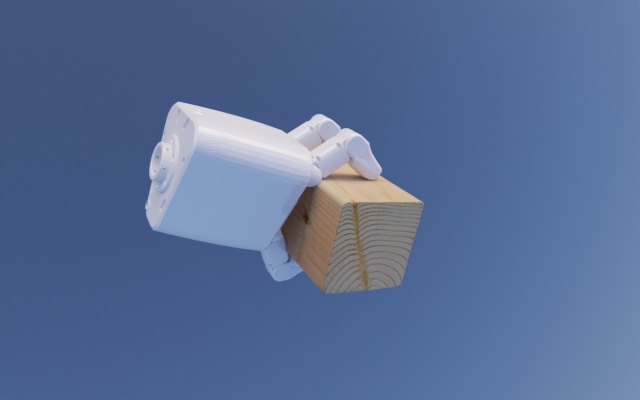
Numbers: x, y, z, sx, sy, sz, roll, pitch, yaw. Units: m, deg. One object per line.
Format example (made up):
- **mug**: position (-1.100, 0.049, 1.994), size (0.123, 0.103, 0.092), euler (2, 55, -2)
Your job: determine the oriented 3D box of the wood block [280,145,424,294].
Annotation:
- **wood block**: position (0.000, 0.002, 0.502), size (0.090, 0.091, 0.206), euler (0, 23, -30)
